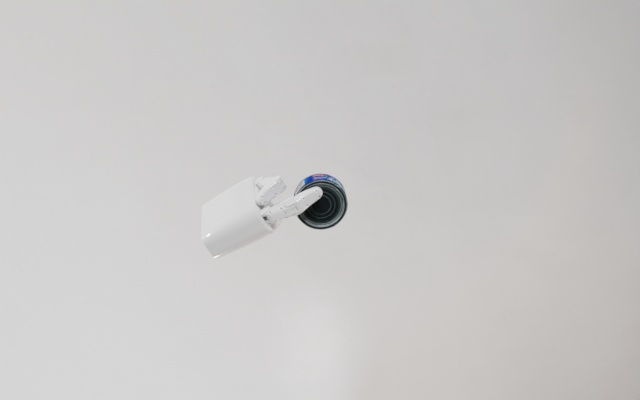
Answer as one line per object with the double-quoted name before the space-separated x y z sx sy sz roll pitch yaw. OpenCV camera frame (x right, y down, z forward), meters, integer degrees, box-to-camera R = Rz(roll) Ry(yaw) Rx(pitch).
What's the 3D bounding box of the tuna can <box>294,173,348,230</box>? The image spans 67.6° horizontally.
"tuna can" 0.000 0.003 0.758 0.086 0.086 0.033 0 19 -3
